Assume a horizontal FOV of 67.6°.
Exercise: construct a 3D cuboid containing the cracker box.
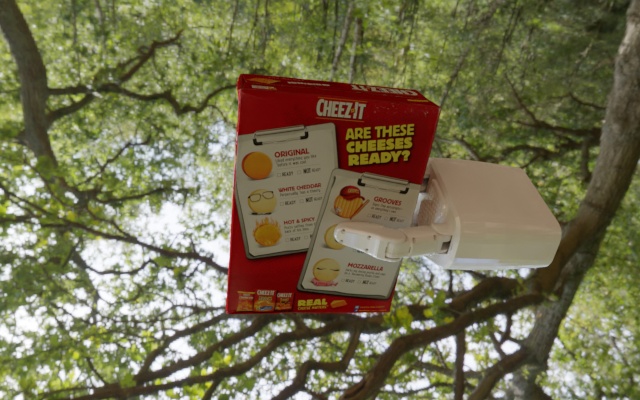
[{"bbox_3d":[0.000,0.002,0.441,0.164,0.214,0.072,2,26,-12],"label":"cracker box"}]
